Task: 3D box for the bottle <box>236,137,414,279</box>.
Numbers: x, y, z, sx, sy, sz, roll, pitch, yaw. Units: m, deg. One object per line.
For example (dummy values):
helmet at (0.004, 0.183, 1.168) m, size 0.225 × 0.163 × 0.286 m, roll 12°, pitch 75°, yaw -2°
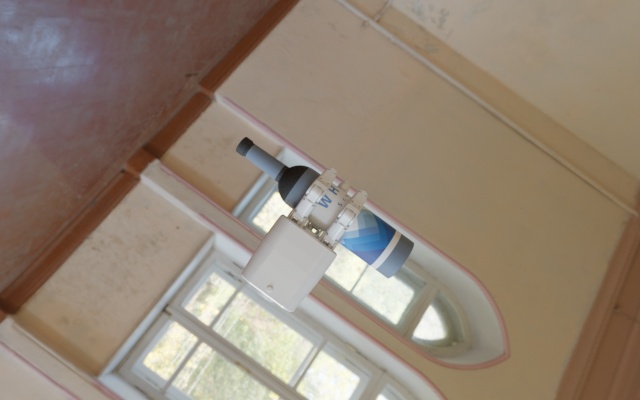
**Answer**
bottle at (0.000, 0.002, 0.710) m, size 0.295 × 0.069 × 0.069 m, roll 36°, pitch 1°, yaw 1°
